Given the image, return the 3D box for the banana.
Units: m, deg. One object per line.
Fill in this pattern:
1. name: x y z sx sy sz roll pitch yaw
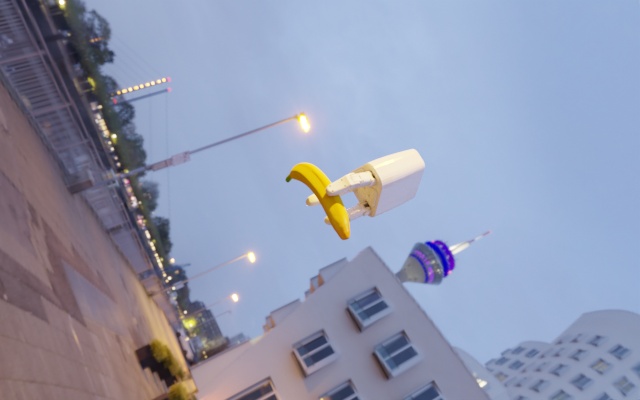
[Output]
1. banana: -0.001 -0.013 0.848 0.037 0.070 0.197 -20 46 -26
